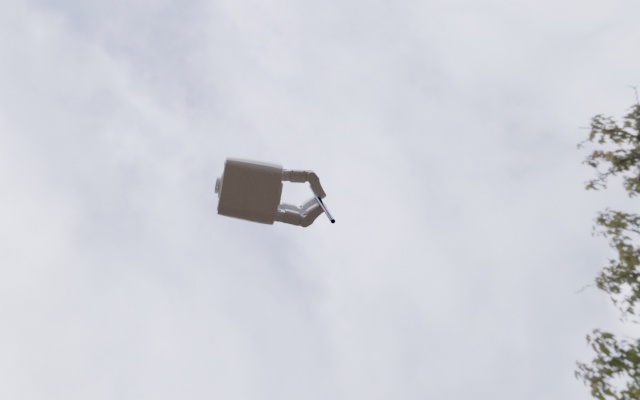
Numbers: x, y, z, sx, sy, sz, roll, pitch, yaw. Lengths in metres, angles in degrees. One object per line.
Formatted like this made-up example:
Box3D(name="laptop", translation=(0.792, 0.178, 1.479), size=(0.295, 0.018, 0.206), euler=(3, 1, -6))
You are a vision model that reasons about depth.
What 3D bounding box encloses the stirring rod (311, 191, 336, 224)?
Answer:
Box3D(name="stirring rod", translation=(0.000, 0.003, 0.878), size=(0.011, 0.011, 0.239), euler=(0, 15, -10))
